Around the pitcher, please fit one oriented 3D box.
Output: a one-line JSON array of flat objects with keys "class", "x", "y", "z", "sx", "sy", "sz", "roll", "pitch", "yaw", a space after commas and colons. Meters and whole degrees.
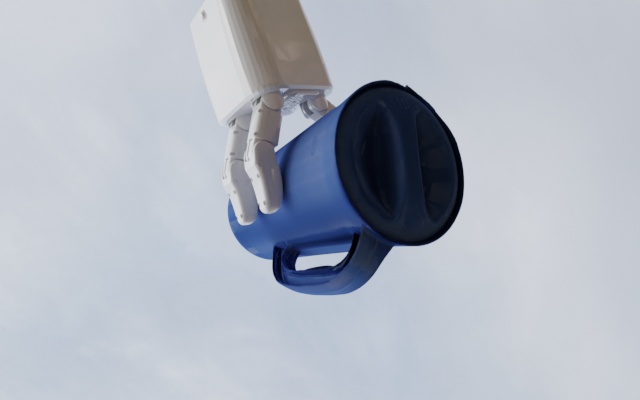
[{"class": "pitcher", "x": 0.000, "y": 0.001, "z": 0.457, "sx": 0.149, "sy": 0.145, "sz": 0.243, "roll": -20, "pitch": -1, "yaw": -36}]
